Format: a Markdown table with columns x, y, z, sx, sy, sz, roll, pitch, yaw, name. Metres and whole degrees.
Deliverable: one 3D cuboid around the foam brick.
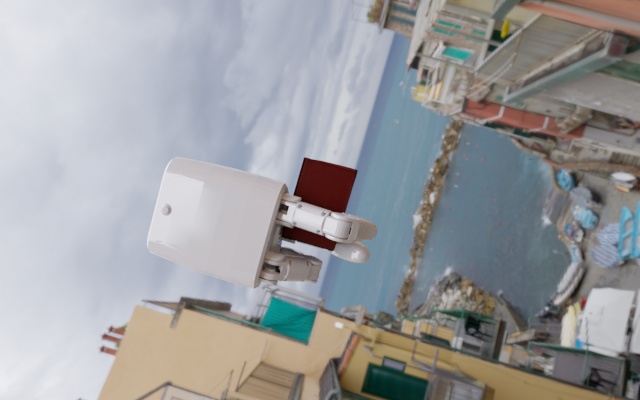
| x | y | z | sx | sy | sz | roll | pitch | yaw | name |
| --- | --- | --- | --- | --- | --- | --- | --- | --- | --- |
| 0.000 | 0.001 | 0.454 | 0.051 | 0.078 | 0.053 | 17 | 6 | 3 | foam brick |
